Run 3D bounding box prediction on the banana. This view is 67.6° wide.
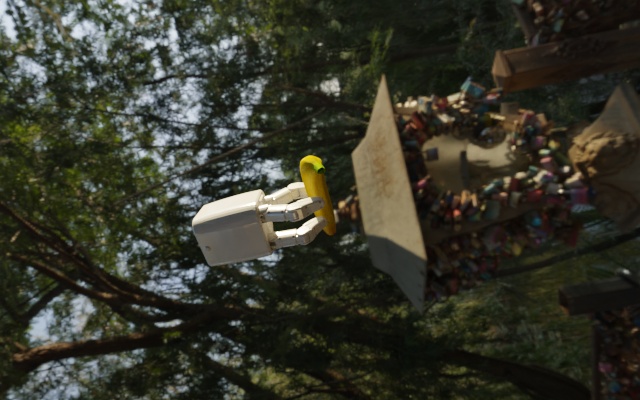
[{"bbox_3d":[-0.005,-0.014,0.774,0.037,0.069,0.198,-16,-33,-1],"label":"banana"}]
